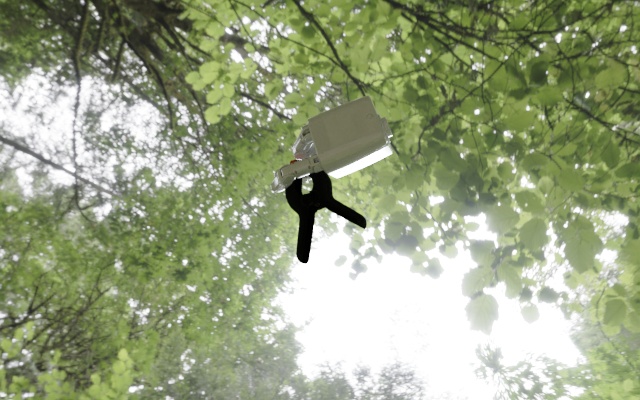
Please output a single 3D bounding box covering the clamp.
[{"bbox_3d":[0.000,0.003,0.745,0.120,0.171,0.039,-21,-24,12],"label":"clamp"}]
